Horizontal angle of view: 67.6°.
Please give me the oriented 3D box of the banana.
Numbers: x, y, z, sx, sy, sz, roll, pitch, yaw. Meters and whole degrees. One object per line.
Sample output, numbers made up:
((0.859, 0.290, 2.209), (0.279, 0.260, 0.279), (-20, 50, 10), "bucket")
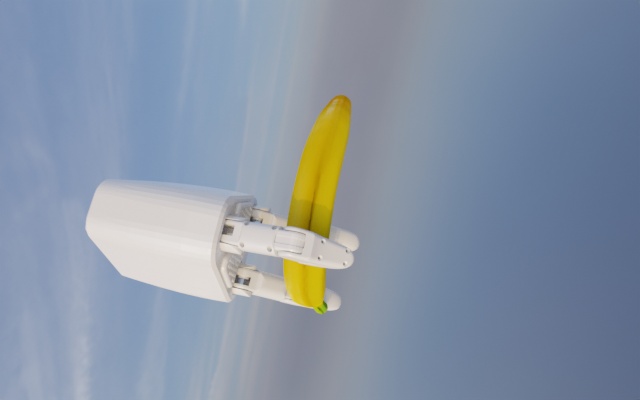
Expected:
((-0.004, 0.006, 0.402), (0.037, 0.198, 0.069), (9, 5, 10), "banana")
